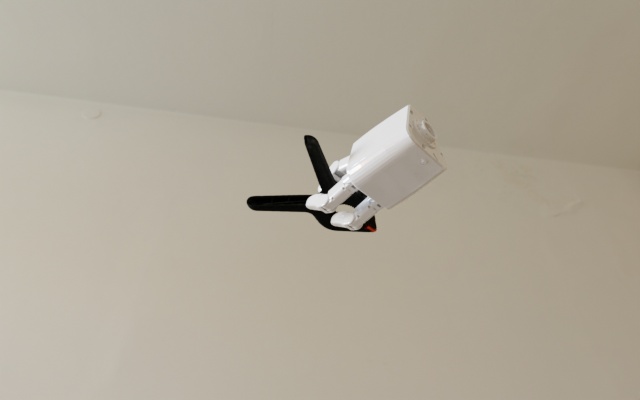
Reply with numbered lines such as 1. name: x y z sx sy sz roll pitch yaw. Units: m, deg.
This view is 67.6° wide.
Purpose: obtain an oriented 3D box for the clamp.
1. clamp: 0.001 0.002 0.756 0.210 0.036 0.164 35 -56 -30
